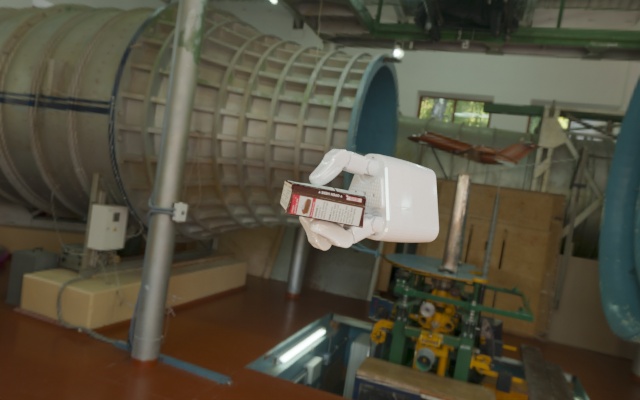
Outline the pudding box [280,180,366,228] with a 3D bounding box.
[{"bbox_3d":[0.000,0.002,0.577,0.090,0.039,0.113,10,1,-8],"label":"pudding box"}]
